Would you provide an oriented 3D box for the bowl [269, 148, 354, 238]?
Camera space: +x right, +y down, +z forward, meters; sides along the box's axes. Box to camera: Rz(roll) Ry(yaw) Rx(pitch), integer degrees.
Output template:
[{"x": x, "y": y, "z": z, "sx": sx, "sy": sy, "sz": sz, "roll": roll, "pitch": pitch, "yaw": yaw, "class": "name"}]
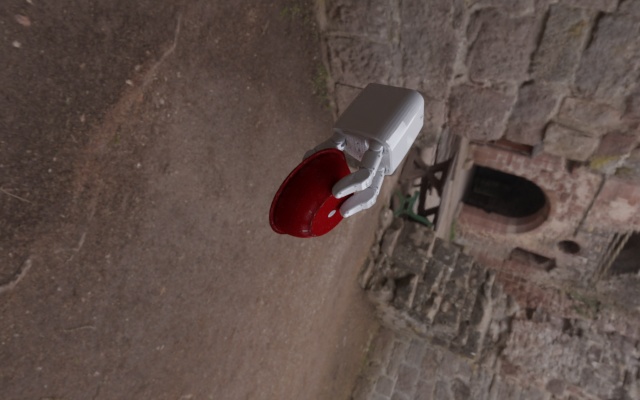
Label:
[{"x": 0.000, "y": 0.004, "z": 0.724, "sx": 0.055, "sy": 0.162, "sz": 0.162, "roll": 41, "pitch": 21, "yaw": 26, "class": "bowl"}]
